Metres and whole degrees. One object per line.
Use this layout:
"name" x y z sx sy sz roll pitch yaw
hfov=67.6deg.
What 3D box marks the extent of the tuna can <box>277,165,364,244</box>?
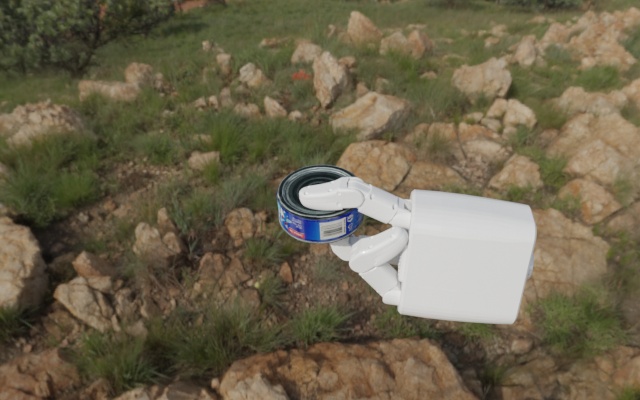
"tuna can" 0.000 0.001 0.471 0.086 0.034 0.086 -2 40 2
